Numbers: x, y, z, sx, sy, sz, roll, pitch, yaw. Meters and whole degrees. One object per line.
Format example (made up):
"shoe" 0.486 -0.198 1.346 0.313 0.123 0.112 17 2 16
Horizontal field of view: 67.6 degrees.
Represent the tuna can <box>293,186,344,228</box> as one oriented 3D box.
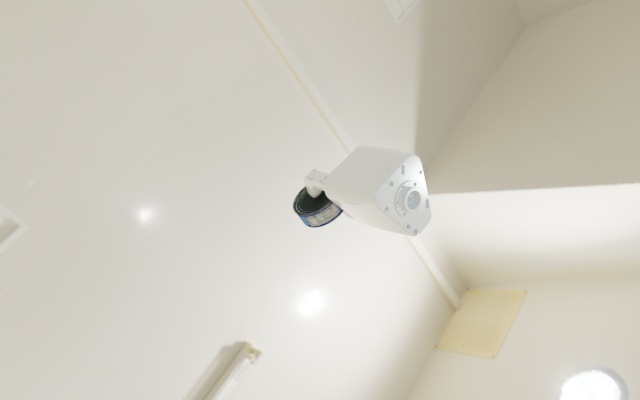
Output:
"tuna can" 0.000 0.003 0.768 0.086 0.086 0.034 0 -43 42
